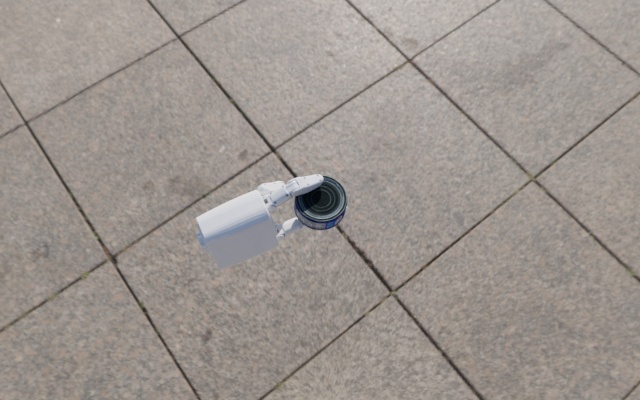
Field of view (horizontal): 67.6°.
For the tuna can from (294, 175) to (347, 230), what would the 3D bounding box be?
[{"bbox_3d":[0.000,0.002,0.769,0.086,0.086,0.034,0,-26,-4],"label":"tuna can"}]
